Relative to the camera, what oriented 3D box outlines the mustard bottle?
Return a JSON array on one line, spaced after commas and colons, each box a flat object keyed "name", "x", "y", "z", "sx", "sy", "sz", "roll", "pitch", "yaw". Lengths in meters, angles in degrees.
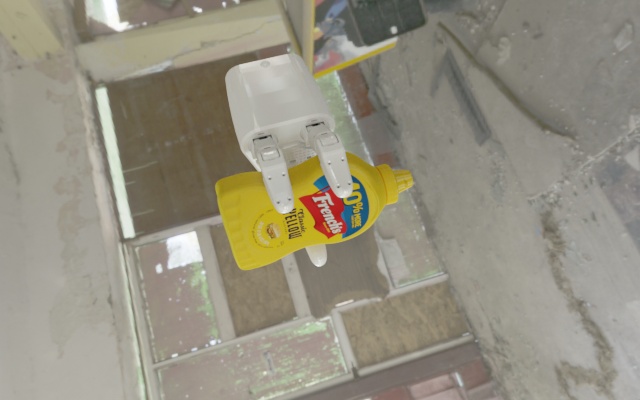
[{"name": "mustard bottle", "x": 0.000, "y": 0.002, "z": 0.475, "sx": 0.191, "sy": 0.096, "sz": 0.058, "roll": -15, "pitch": 32, "yaw": -8}]
